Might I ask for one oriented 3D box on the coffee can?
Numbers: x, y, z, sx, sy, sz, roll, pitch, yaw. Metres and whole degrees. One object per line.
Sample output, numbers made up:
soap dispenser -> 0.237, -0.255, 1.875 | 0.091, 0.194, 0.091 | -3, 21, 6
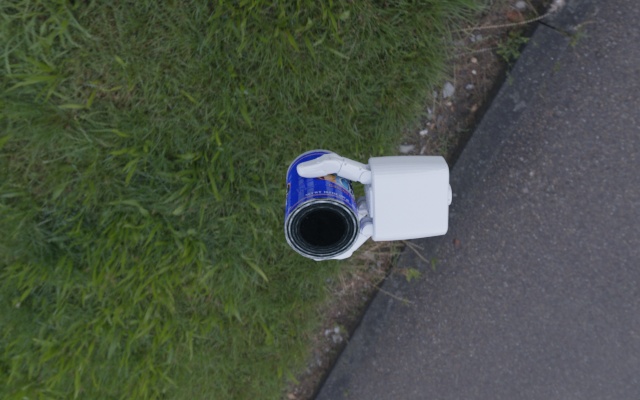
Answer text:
coffee can -> 0.000, 0.002, 0.698 | 0.103, 0.103, 0.140 | 0, 33, -2
